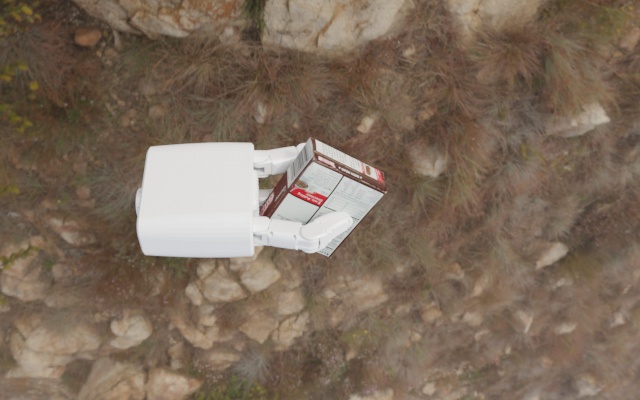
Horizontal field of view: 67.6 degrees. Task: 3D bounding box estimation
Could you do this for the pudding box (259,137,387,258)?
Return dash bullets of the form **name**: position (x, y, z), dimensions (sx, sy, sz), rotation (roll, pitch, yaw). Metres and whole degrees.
- **pudding box**: position (0.000, 0.002, 0.496), dimensions (0.090, 0.039, 0.113), rotation (23, -53, -23)
